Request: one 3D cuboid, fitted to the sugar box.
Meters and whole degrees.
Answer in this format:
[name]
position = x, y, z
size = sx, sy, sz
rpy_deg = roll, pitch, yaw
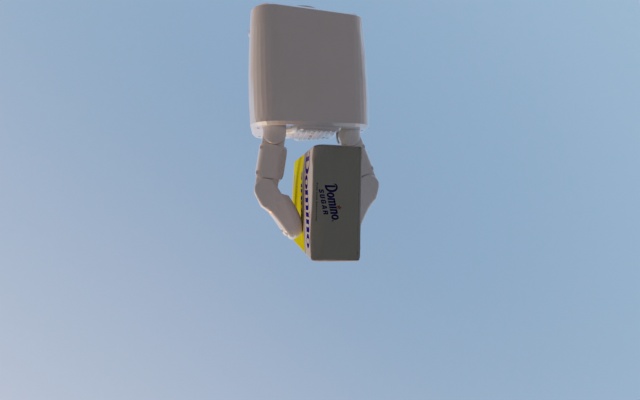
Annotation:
[sugar box]
position = 0.000, 0.001, 0.455
size = 0.048, 0.093, 0.176
rpy_deg = 1, 0, -6
